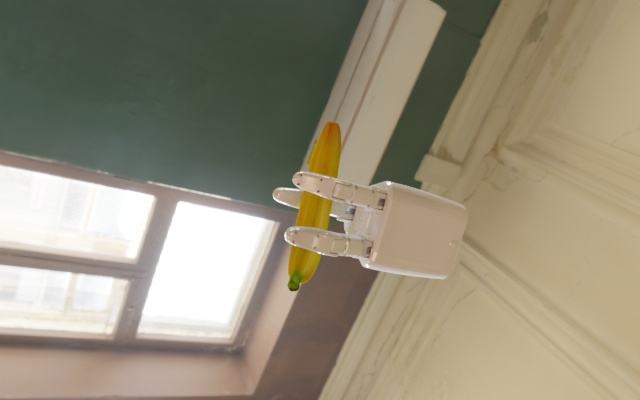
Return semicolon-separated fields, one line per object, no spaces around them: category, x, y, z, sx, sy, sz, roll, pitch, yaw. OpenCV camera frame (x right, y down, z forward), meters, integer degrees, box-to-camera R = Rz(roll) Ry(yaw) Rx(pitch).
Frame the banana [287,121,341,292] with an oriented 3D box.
banana;-0.004;0.010;0.544;0.037;0.197;0.070;14;-17;-8
